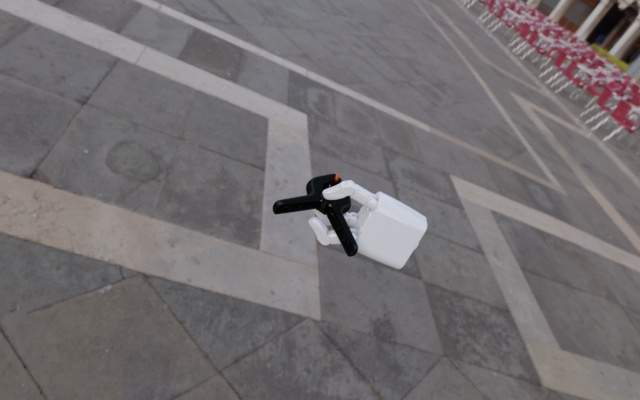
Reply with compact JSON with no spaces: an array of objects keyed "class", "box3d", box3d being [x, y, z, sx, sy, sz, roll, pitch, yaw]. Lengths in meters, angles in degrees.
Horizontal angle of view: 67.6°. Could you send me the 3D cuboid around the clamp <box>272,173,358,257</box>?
[{"class":"clamp","box3d":[0.001,0.002,0.887,0.164,0.036,0.209,27,32,-11]}]
